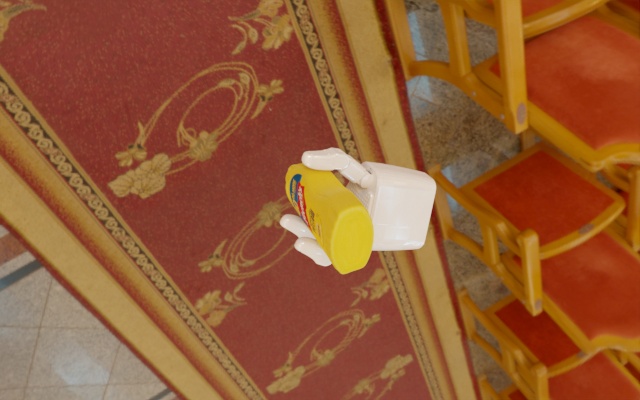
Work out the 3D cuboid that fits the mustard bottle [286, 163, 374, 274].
[{"bbox_3d":[0.000,0.002,0.617,0.058,0.096,0.191,-18,36,-16],"label":"mustard bottle"}]
